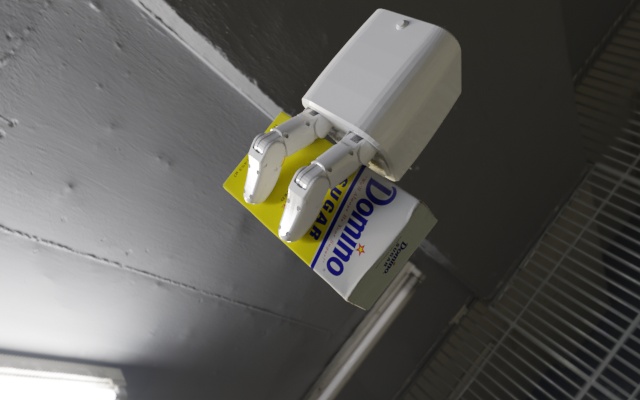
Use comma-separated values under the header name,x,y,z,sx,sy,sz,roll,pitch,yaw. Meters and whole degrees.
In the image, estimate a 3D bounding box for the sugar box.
name,x,y,z,sx,sy,sz,roll,pitch,yaw
sugar box,0.000,0.001,0.407,0.176,0.093,0.048,37,-1,39
